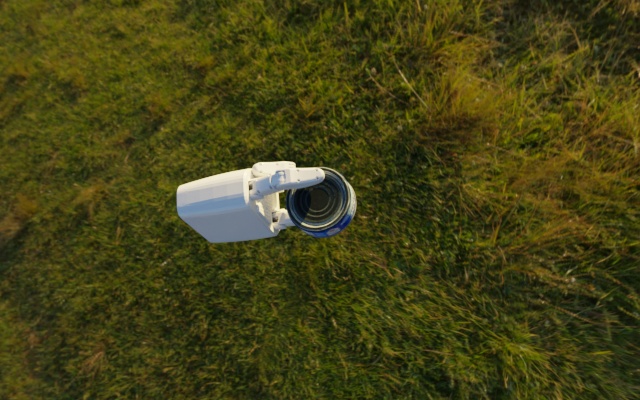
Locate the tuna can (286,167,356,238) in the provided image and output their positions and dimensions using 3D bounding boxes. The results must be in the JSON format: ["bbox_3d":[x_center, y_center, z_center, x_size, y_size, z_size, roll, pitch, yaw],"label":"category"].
[{"bbox_3d":[0.000,0.002,0.600,0.086,0.086,0.034,0,-16,16],"label":"tuna can"}]
